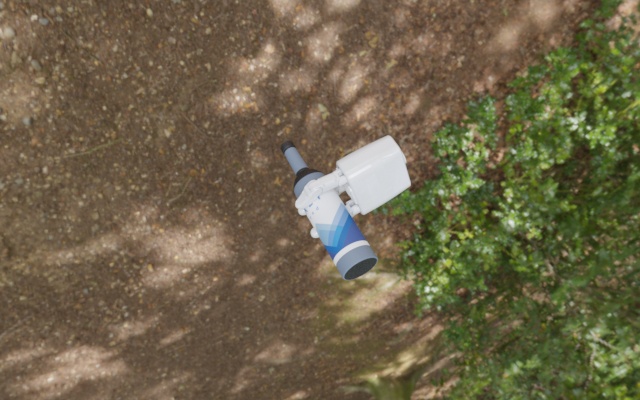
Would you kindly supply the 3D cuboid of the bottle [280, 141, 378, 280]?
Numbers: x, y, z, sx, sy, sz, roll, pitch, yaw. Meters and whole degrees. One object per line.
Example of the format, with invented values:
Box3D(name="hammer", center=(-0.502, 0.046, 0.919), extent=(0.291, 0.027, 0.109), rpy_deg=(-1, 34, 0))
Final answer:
Box3D(name="bottle", center=(0.000, 0.003, 0.858), extent=(0.069, 0.295, 0.069), rpy_deg=(-23, -30, -14))
